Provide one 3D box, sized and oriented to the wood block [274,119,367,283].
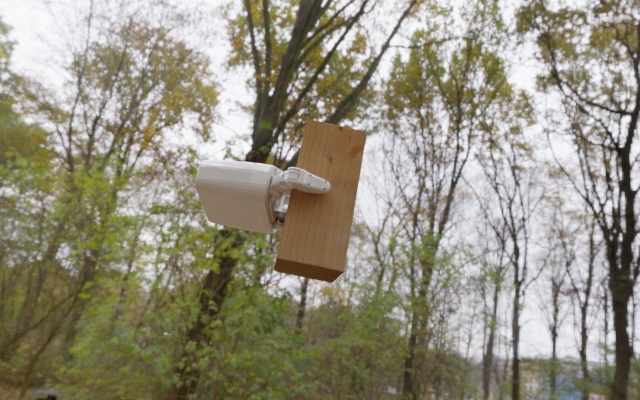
[{"bbox_3d":[0.000,0.002,0.682,0.090,0.206,0.091,12,-20,-4],"label":"wood block"}]
